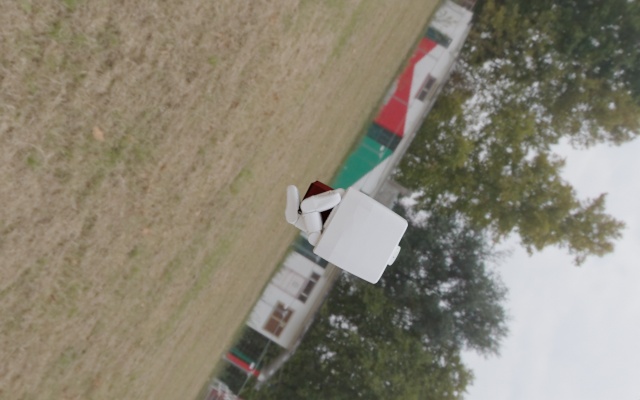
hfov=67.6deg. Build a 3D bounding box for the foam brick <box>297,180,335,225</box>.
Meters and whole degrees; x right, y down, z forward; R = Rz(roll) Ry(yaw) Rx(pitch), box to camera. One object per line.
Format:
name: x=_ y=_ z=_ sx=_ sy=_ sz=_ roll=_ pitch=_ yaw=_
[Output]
foam brick: x=0.000 y=0.002 z=0.792 sx=0.051 sy=0.053 sz=0.078 roll=28 pitch=8 yaw=3
